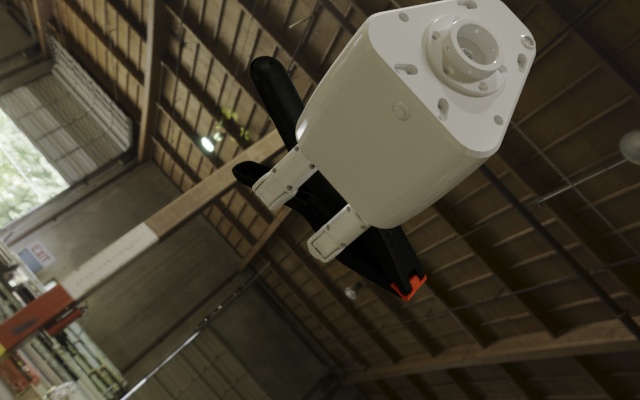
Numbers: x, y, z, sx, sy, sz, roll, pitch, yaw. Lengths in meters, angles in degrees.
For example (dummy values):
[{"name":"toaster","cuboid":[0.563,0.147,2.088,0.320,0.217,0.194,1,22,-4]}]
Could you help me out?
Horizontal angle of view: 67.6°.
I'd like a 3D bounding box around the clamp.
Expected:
[{"name":"clamp","cuboid":[0.001,0.001,0.404,0.036,0.210,0.165,-41,-3,-28]}]
